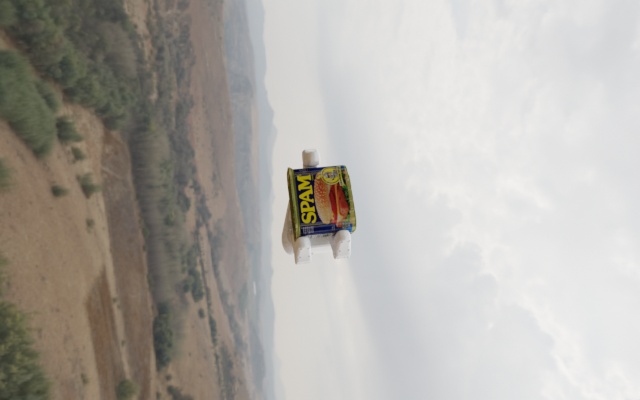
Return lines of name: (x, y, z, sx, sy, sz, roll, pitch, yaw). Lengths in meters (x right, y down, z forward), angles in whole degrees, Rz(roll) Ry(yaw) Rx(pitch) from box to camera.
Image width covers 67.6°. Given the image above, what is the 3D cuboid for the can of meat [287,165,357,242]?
can of meat: (0.000, 0.002, 0.668, 0.084, 0.102, 0.057, -5, -16, -8)
